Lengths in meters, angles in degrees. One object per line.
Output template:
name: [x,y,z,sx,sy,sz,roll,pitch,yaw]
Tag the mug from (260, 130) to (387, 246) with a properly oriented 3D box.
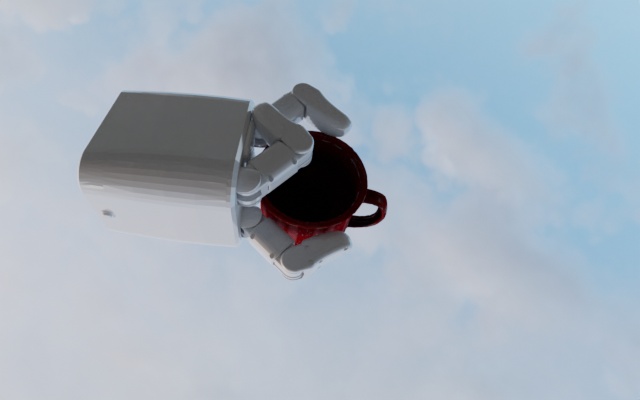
mug: [0.001,0.002,0.421,0.117,0.093,0.081,7,-29,-3]
